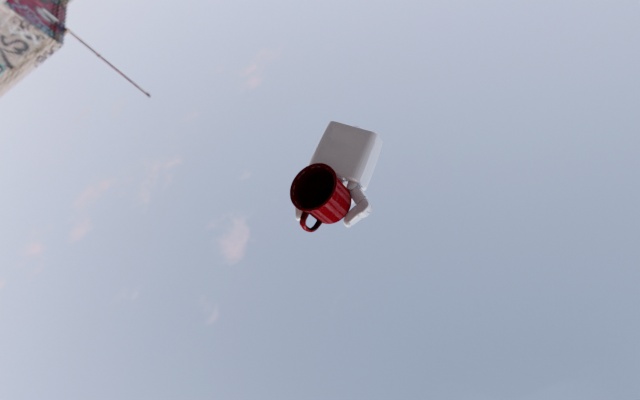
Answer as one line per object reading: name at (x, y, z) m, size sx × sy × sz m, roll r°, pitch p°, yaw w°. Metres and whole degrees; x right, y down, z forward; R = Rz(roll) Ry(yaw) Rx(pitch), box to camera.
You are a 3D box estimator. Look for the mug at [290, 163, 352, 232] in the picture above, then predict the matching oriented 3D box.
mug at (0.000, 0.004, 0.854) m, size 0.093 × 0.117 × 0.081 m, roll 15°, pitch -16°, yaw 34°
